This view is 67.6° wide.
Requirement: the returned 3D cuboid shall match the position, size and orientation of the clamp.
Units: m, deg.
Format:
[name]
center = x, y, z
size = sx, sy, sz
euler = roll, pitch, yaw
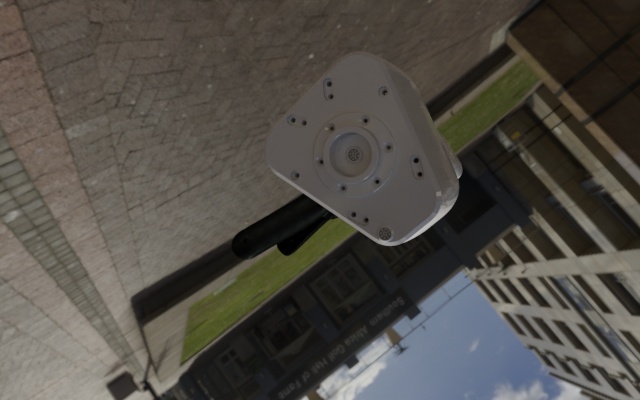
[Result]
[clamp]
center = 0.001, 0.002, 0.427
size = 0.171, 0.039, 0.120
euler = -41, -8, 18
